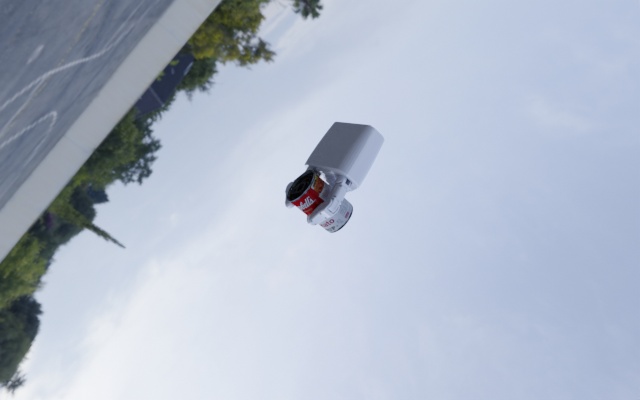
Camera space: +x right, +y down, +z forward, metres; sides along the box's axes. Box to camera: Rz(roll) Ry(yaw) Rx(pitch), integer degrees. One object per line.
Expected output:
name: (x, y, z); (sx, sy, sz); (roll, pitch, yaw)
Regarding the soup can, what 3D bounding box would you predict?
soup can: (0.000, 0.003, 0.847); (0.102, 0.068, 0.068); (39, -19, -25)
